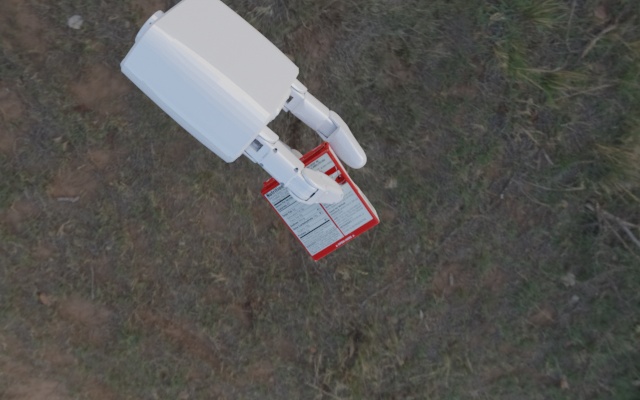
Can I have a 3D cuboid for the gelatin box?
[{"bbox_3d":[0.000,0.002,0.443,0.073,0.089,0.030,-33,18,11],"label":"gelatin box"}]
